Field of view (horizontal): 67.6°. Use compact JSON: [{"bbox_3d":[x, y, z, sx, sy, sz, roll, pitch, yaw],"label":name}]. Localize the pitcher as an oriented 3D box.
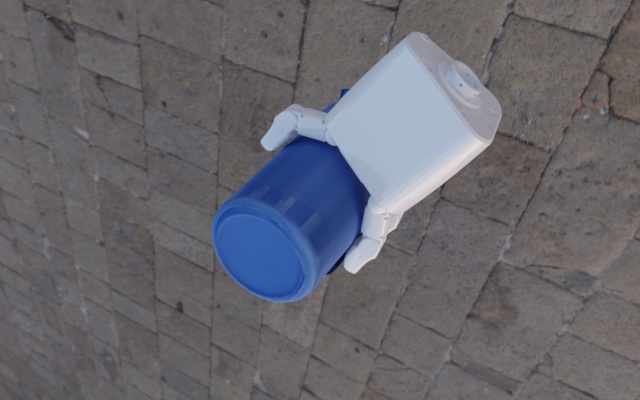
[{"bbox_3d":[0.000,0.002,0.505,0.145,0.149,0.242,-41,4,40],"label":"pitcher"}]
